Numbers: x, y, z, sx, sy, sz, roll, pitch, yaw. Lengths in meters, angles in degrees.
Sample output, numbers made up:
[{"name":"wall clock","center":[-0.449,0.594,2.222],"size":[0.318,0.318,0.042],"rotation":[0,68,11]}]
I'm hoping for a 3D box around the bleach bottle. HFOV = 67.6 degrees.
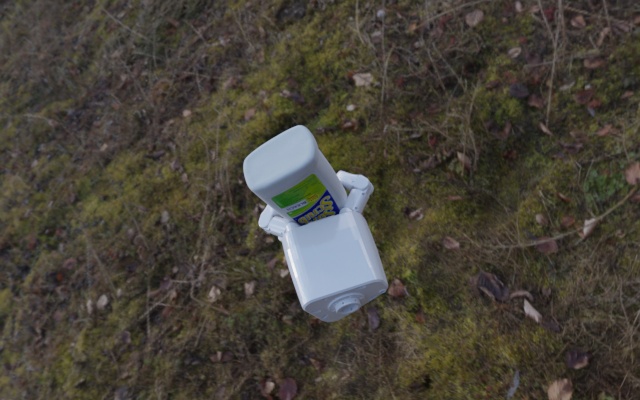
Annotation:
[{"name":"bleach bottle","center":[0.000,0.002,0.672],"size":[0.102,0.068,0.251],"rotation":[-28,-36,13]}]
